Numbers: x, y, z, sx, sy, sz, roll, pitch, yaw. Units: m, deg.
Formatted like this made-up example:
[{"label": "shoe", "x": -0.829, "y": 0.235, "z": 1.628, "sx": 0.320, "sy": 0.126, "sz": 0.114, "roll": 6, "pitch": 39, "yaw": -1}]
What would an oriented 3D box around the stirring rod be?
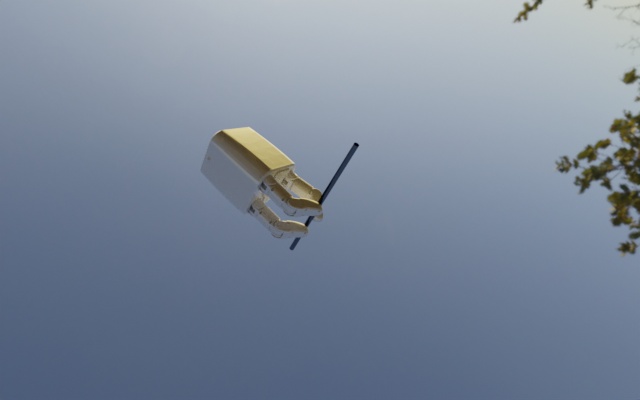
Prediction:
[{"label": "stirring rod", "x": 0.000, "y": 0.002, "z": 0.721, "sx": 0.011, "sy": 0.011, "sz": 0.240, "roll": 0, "pitch": -40, "yaw": -32}]
